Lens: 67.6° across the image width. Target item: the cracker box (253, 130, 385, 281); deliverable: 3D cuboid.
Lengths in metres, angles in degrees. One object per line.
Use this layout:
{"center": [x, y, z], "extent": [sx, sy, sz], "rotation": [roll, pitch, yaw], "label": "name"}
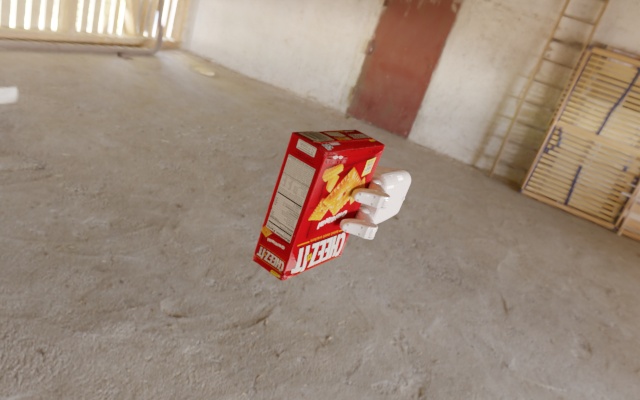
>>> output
{"center": [0.000, 0.002, 0.732], "extent": [0.072, 0.214, 0.164], "rotation": [32, 25, 28], "label": "cracker box"}
